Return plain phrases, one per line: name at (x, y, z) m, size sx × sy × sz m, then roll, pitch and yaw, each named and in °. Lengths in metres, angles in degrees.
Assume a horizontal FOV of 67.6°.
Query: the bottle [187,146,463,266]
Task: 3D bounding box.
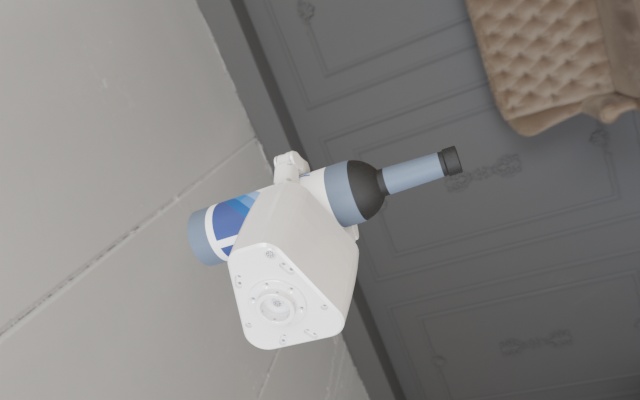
bottle at (0.000, 0.002, 0.506) m, size 0.296 × 0.069 × 0.069 m, roll -17°, pitch -6°, yaw 18°
